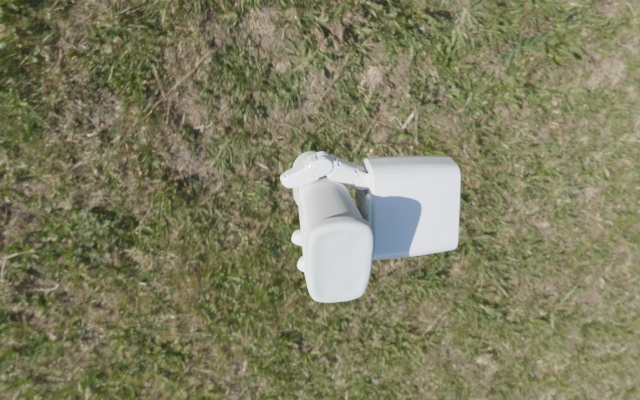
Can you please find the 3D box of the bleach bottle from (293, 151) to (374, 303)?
[{"bbox_3d":[0.000,0.002,0.569,0.068,0.103,0.250,-4,31,-8],"label":"bleach bottle"}]
